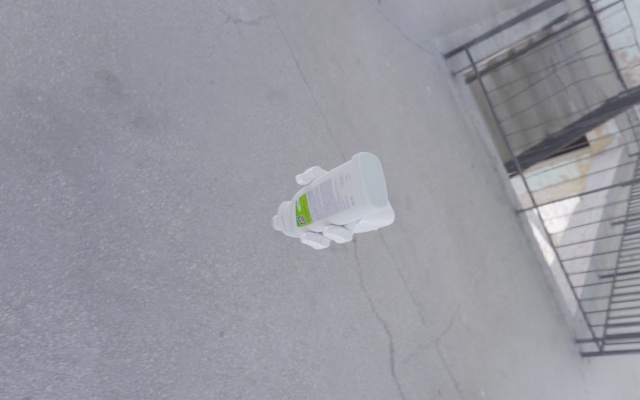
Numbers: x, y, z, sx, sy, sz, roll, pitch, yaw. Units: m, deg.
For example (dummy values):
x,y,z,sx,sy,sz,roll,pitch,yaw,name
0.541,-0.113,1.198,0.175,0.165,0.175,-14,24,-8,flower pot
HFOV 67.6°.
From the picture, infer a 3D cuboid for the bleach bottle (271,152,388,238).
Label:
x,y,z,sx,sy,sz,roll,pitch,yaw,name
0.000,0.003,0.856,0.251,0.102,0.068,-21,-16,41,bleach bottle
